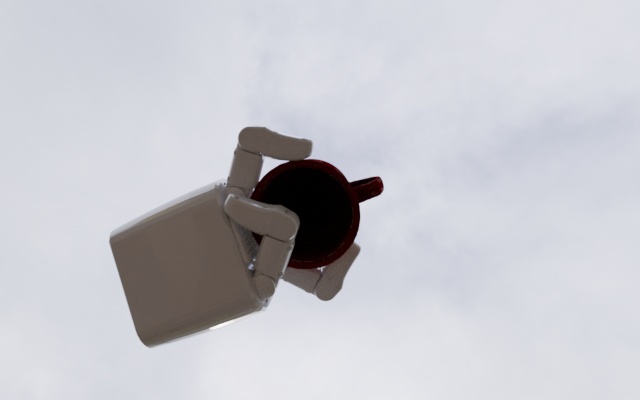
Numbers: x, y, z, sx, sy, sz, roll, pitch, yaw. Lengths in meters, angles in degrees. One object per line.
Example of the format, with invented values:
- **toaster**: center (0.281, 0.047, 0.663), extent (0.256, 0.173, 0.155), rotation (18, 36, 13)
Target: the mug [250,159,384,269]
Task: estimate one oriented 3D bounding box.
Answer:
- **mug**: center (0.001, 0.001, 0.431), extent (0.117, 0.093, 0.081), rotation (-21, 8, 7)
